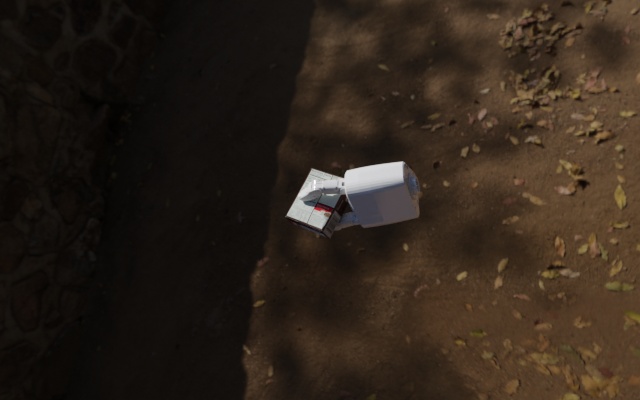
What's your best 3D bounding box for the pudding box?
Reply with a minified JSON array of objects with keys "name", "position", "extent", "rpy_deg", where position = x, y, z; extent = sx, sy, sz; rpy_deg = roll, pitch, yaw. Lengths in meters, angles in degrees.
[{"name":"pudding box","position":[0.000,0.003,0.891],"extent":[0.090,0.113,0.039],"rpy_deg":[19,-18,32]}]
